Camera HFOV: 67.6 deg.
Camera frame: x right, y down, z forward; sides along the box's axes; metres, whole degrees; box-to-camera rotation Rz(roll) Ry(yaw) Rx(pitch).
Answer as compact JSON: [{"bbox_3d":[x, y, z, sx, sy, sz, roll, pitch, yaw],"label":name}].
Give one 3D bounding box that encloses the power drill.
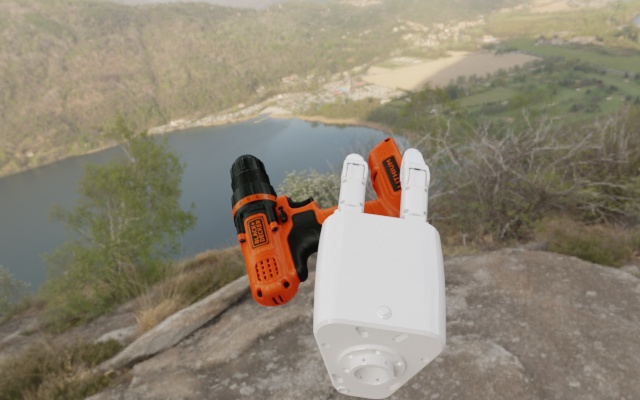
[{"bbox_3d":[0.001,0.002,0.499,0.187,0.184,0.057,-20,-34,3],"label":"power drill"}]
